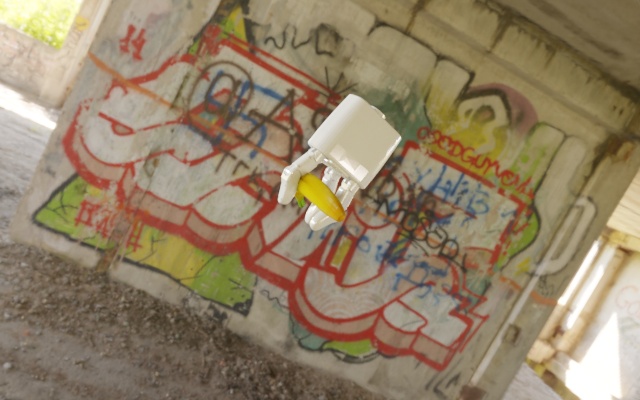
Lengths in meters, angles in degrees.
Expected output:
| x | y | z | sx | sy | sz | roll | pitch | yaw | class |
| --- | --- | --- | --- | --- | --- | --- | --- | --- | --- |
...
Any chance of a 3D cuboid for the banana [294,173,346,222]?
| x | y | z | sx | sy | sz | roll | pitch | yaw | class |
| --- | --- | --- | --- | --- | --- | --- | --- | --- | --- |
| -0.012 | -0.012 | 0.754 | 0.037 | 0.070 | 0.198 | -39 | 17 | -10 | banana |
